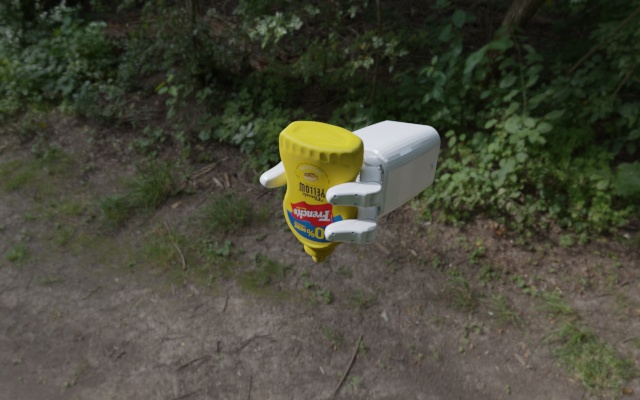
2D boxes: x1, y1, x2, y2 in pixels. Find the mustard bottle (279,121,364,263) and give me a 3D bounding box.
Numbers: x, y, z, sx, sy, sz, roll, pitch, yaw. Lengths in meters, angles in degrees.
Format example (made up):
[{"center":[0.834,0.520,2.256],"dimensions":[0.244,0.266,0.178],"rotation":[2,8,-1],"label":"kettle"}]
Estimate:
[{"center":[0.000,0.002,0.588],"dimensions":[0.096,0.192,0.058],"rotation":[16,40,19],"label":"mustard bottle"}]
